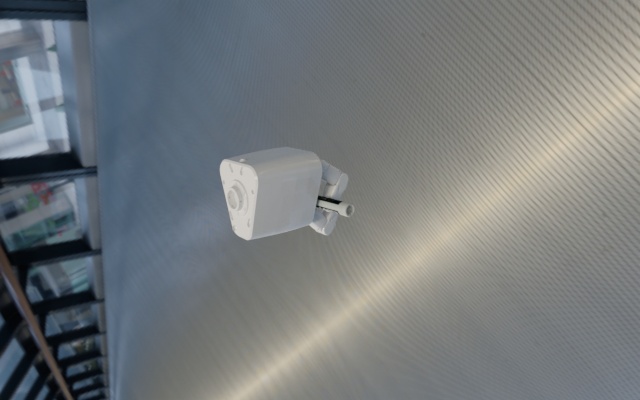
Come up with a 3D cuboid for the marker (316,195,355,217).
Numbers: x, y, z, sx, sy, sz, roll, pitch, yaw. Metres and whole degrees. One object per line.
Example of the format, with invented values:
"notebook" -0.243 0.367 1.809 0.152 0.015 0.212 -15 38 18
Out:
"marker" 0.000 0.002 0.678 0.020 0.020 0.121 0 10 -42
